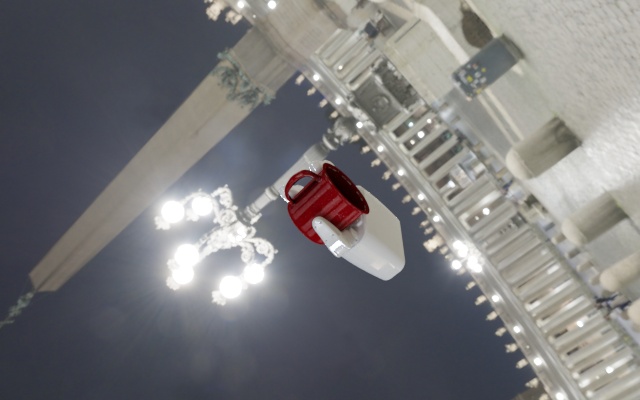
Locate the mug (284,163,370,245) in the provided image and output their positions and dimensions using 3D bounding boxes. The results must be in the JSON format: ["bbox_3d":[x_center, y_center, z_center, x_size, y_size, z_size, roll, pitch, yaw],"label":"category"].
[{"bbox_3d":[-0.001,0.002,0.663,0.117,0.081,0.093,35,22,-34],"label":"mug"}]
